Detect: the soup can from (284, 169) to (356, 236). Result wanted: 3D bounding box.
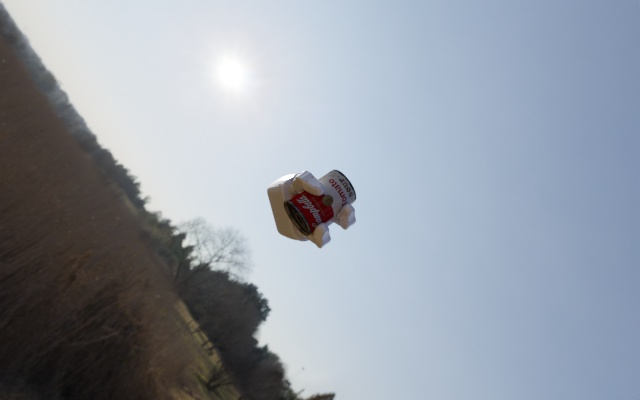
[{"bbox_3d":[0.000,0.002,0.785,0.102,0.068,0.068,-35,13,-19],"label":"soup can"}]
